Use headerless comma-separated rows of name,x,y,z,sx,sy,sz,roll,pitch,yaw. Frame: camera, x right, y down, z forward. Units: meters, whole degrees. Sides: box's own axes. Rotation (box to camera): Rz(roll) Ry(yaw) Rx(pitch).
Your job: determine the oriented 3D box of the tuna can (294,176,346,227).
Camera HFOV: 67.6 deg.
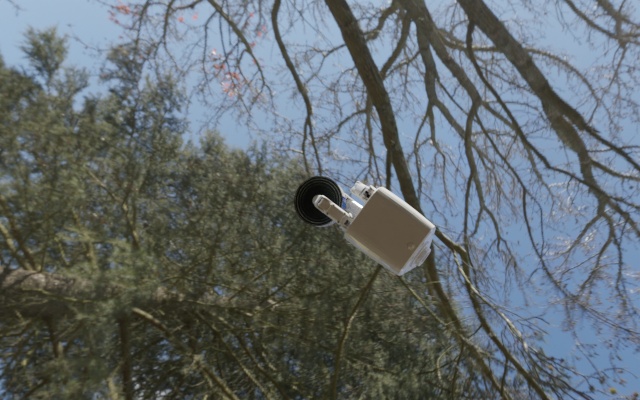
tuna can,0.000,0.003,0.820,0.086,0.086,0.034,0,-8,16
